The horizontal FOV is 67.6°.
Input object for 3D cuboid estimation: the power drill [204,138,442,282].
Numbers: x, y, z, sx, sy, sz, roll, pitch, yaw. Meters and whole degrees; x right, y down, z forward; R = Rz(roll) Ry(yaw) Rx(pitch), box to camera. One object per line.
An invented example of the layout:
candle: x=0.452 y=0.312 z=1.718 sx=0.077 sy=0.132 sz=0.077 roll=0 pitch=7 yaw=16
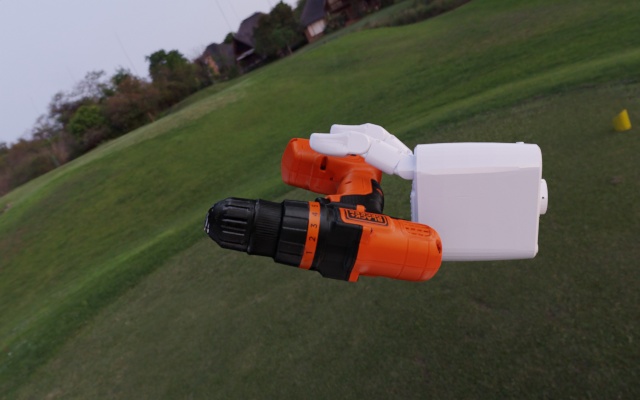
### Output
power drill: x=0.000 y=0.001 z=0.432 sx=0.184 sy=0.057 sz=0.187 roll=11 pitch=25 yaw=-9
